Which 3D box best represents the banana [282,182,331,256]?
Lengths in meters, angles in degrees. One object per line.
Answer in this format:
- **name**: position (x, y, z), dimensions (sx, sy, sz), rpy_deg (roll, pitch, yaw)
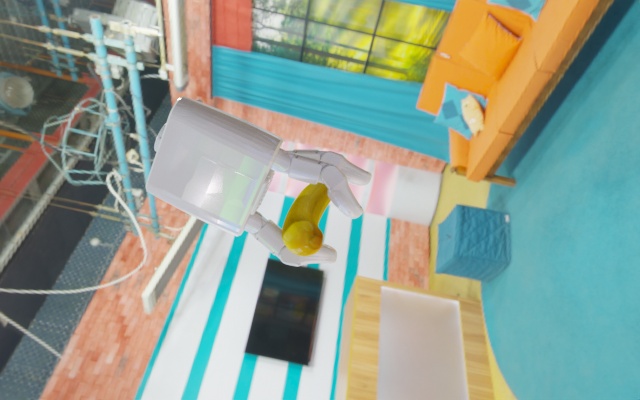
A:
- **banana**: position (-0.010, 0.013, 0.504), dimensions (0.037, 0.070, 0.197), rpy_deg (38, 26, -8)
